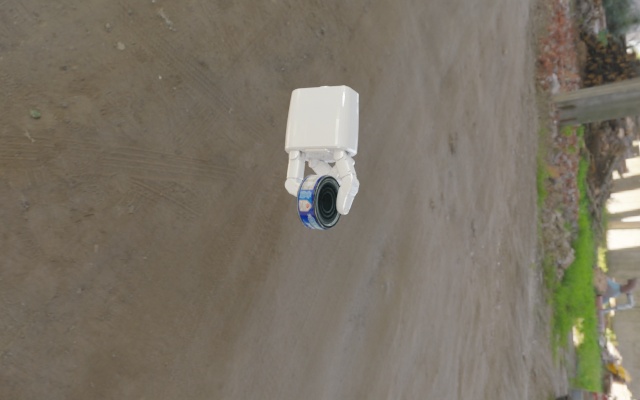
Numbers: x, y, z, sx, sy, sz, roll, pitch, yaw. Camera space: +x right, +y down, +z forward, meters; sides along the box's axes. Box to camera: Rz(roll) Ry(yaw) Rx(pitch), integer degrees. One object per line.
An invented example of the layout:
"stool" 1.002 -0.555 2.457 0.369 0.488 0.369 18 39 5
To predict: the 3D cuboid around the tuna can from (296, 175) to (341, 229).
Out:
"tuna can" 0.001 0.003 0.742 0.034 0.086 0.086 1 1 33
